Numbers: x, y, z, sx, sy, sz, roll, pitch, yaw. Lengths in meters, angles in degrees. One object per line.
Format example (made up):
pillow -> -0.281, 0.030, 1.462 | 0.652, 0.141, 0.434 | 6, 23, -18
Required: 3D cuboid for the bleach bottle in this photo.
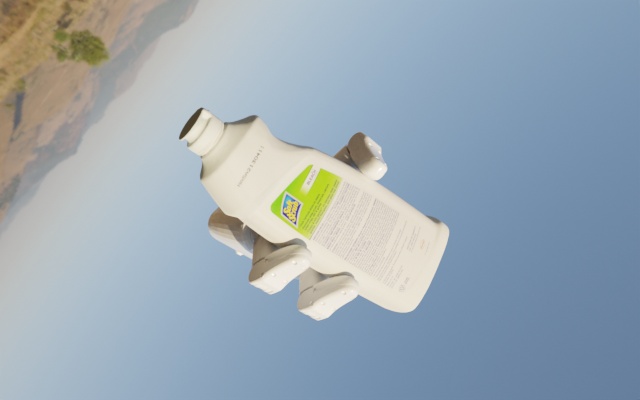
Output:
bleach bottle -> 0.000, 0.001, 0.404 | 0.251, 0.102, 0.068 | 36, -18, -29
